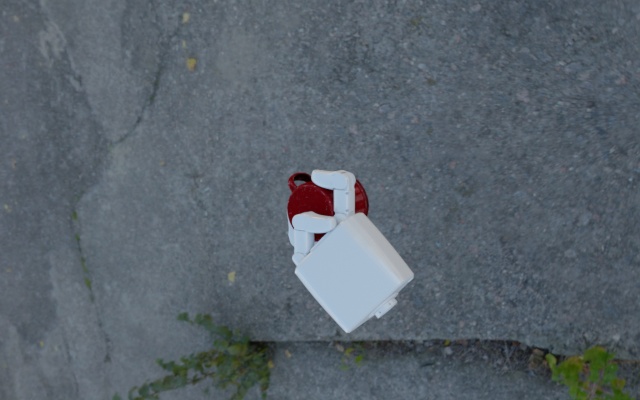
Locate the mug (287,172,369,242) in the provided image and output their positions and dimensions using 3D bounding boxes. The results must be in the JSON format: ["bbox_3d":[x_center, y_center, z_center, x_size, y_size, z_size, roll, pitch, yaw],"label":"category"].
[{"bbox_3d":[-0.001,0.001,0.672,0.081,0.117,0.093,-16,-32,-54],"label":"mug"}]
